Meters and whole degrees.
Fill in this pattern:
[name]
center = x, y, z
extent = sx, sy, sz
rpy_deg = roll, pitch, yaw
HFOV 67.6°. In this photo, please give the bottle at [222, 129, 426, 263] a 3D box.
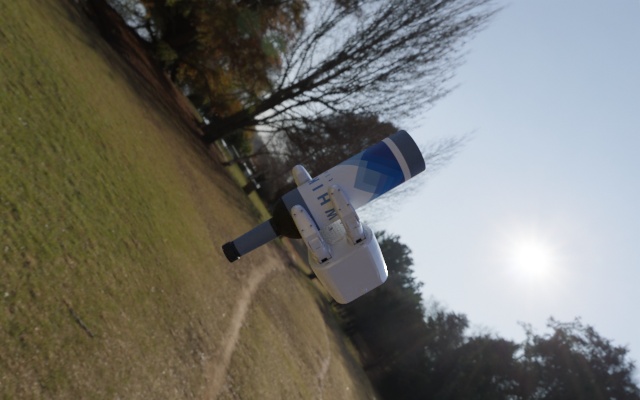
[bottle]
center = 0.000, 0.002, 0.657
extent = 0.296, 0.069, 0.069
rpy_deg = -29, 1, -2
